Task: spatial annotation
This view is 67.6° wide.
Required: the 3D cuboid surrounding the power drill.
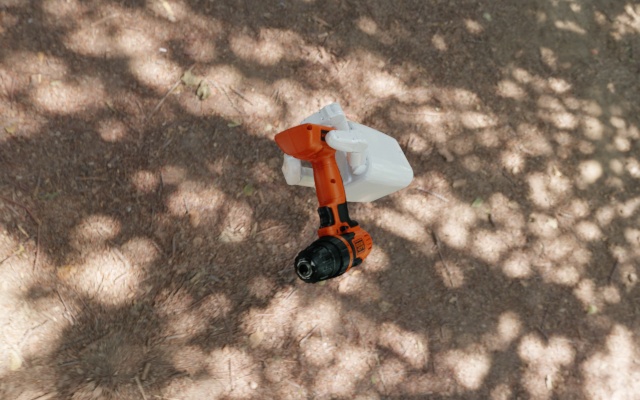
[{"bbox_3d":[0.000,0.001,0.594,0.057,0.187,0.184,-15,-2,22],"label":"power drill"}]
